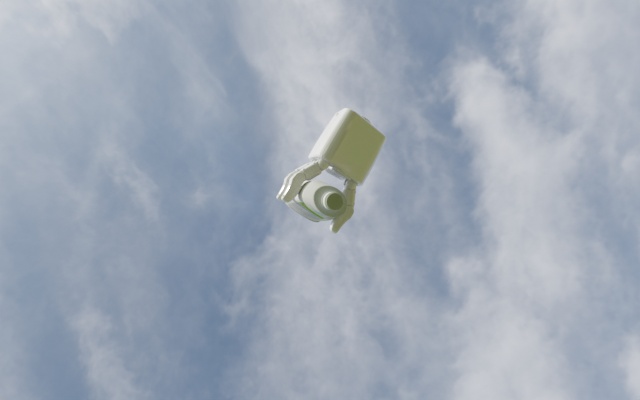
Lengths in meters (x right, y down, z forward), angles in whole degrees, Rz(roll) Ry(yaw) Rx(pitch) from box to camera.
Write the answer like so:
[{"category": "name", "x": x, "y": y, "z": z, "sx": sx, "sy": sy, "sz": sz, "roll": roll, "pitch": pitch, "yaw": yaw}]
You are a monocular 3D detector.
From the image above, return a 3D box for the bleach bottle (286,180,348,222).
[{"category": "bleach bottle", "x": 0.000, "y": 0.003, "z": 0.891, "sx": 0.102, "sy": 0.068, "sz": 0.251, "roll": 31, "pitch": -6, "yaw": -13}]
